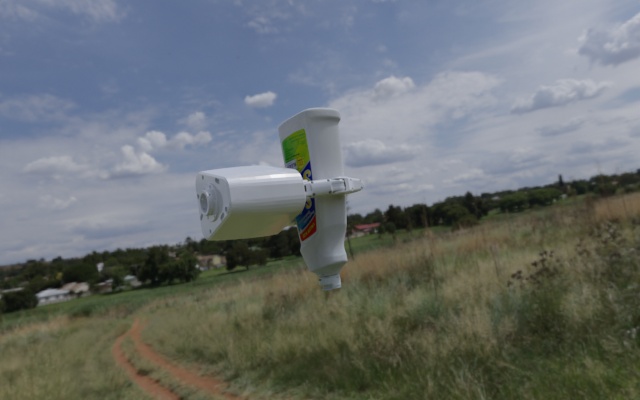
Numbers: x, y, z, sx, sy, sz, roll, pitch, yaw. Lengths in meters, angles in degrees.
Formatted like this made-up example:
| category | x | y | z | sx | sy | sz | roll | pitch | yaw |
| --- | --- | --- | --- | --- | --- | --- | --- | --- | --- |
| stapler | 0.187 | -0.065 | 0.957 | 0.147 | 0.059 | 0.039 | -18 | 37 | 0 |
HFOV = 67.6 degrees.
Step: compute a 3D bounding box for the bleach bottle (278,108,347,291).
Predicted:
| category | x | y | z | sx | sy | sz | roll | pitch | yaw |
| --- | --- | --- | --- | --- | --- | --- | --- | --- | --- |
| bleach bottle | 0.000 | 0.002 | 0.689 | 0.068 | 0.251 | 0.102 | -5 | -7 | -36 |
